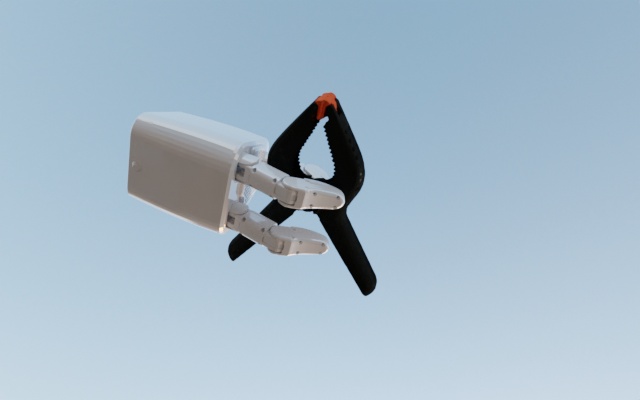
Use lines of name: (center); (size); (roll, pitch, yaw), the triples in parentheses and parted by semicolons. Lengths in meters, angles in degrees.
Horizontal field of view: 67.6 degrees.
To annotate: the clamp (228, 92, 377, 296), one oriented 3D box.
clamp: (0.000, 0.001, 0.472); (0.164, 0.210, 0.036); (19, 30, 3)
